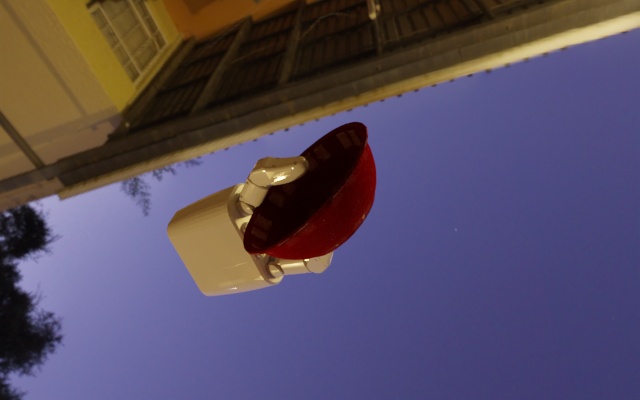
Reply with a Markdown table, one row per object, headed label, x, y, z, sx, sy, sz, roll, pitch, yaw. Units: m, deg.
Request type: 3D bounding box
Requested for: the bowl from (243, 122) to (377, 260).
| label | x | y | z | sx | sy | sz | roll | pitch | yaw |
| --- | --- | --- | --- | --- | --- | --- | --- | --- | --- |
| bowl | 0.001 | 0.001 | 0.457 | 0.055 | 0.162 | 0.162 | 43 | -18 | -20 |
